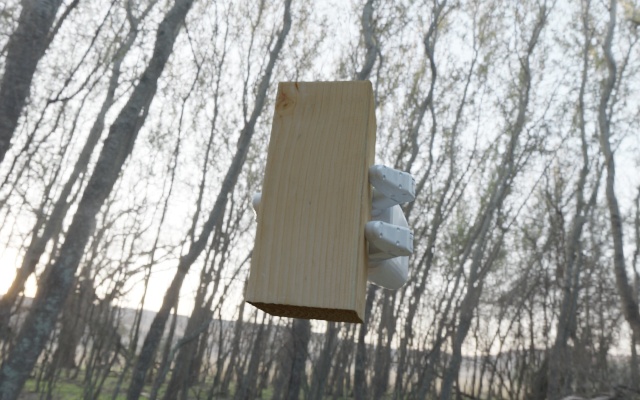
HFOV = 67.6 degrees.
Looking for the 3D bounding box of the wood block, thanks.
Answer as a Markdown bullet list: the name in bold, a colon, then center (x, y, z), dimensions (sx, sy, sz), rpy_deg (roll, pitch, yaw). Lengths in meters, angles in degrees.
- **wood block**: center (0.000, 0.001, 0.444), dimensions (0.091, 0.206, 0.090), rpy_deg (2, -21, 11)
